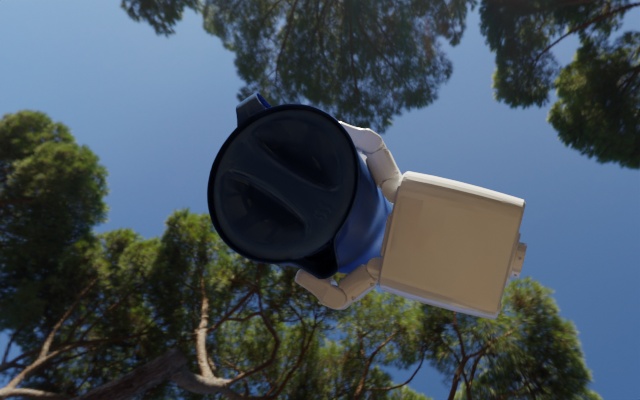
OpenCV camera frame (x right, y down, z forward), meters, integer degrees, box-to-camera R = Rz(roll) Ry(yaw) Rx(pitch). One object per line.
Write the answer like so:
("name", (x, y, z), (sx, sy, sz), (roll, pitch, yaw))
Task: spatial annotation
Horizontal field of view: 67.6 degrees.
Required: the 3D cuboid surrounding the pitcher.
("pitcher", (0.000, 0.002, 0.488), (0.145, 0.149, 0.243), (13, -9, 22))
